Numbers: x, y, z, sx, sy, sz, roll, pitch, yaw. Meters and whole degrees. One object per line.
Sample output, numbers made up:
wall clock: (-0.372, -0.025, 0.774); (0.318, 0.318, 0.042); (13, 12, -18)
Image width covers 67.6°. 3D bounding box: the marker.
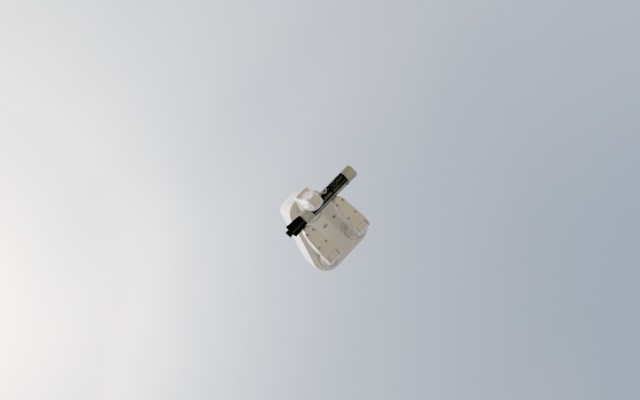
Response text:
marker: (0.000, 0.002, 0.619); (0.020, 0.121, 0.020); (43, -9, 9)
